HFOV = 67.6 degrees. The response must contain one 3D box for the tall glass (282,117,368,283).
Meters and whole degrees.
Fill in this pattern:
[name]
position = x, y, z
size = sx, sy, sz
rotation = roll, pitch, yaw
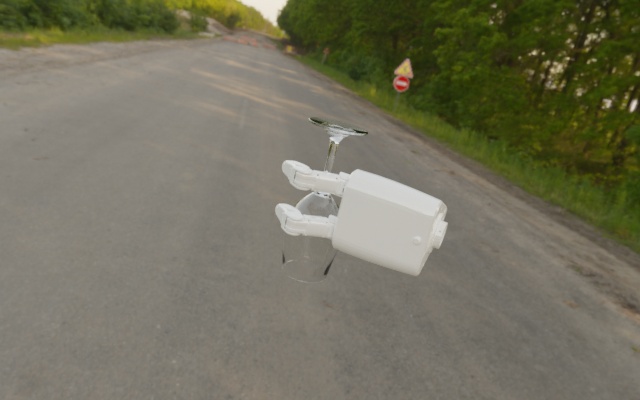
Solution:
[tall glass]
position = 0.000, 0.001, 0.606
size = 0.079, 0.201, 0.079
rotation = 12, 17, -4
